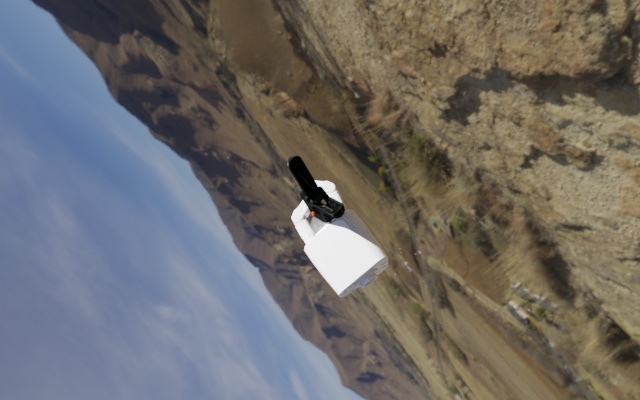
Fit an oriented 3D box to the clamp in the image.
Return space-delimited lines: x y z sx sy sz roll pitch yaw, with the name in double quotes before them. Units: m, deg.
"clamp" 0.000 0.003 0.784 0.039 0.120 0.171 -35 -22 -5
